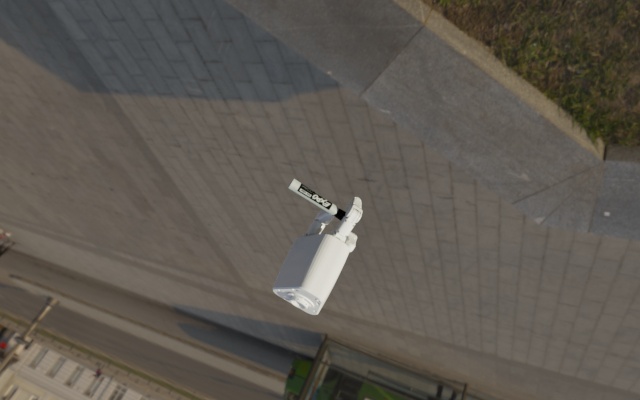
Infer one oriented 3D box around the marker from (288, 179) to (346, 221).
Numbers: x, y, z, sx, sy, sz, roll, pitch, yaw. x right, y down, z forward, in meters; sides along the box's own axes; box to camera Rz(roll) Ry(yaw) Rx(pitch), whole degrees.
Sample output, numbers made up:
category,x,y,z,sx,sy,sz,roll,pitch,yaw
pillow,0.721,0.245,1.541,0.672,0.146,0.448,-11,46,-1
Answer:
category,x,y,z,sx,sy,sz,roll,pitch,yaw
marker,0.000,0.003,0.813,0.121,0.020,0.020,32,-6,-9
